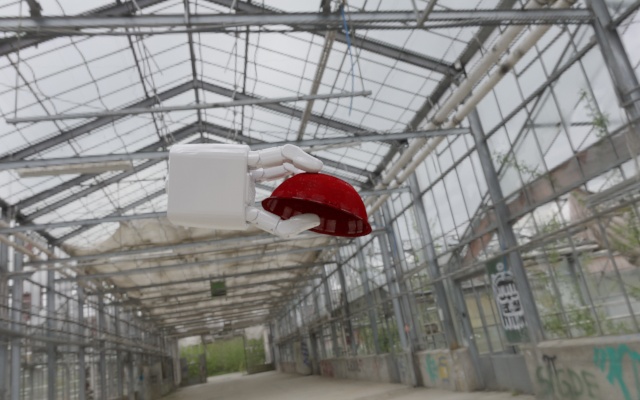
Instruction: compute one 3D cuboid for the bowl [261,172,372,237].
[{"bbox_3d":[0.001,0.002,0.684,0.162,0.055,0.162,13,-17,4],"label":"bowl"}]
